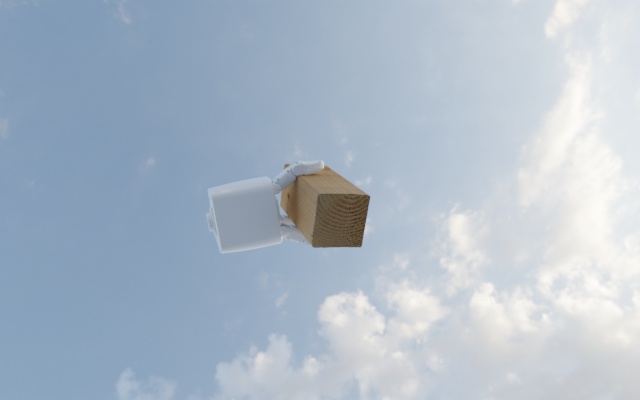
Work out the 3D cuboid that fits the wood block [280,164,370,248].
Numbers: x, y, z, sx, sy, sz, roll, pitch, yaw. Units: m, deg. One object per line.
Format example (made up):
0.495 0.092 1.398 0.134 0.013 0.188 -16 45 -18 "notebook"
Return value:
0.000 0.002 0.838 0.090 0.091 0.206 2 17 -20 "wood block"
